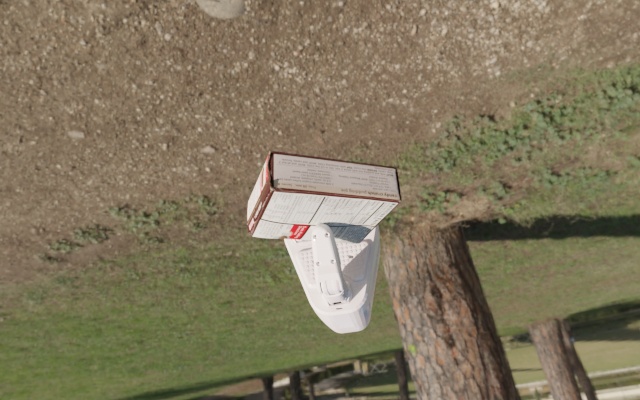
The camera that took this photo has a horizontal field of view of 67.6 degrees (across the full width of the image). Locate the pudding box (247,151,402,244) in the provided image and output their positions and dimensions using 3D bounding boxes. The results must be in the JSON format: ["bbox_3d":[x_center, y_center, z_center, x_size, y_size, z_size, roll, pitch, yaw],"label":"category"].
[{"bbox_3d":[0.000,0.002,0.412,0.113,0.039,0.090,4,-30,-19],"label":"pudding box"}]
